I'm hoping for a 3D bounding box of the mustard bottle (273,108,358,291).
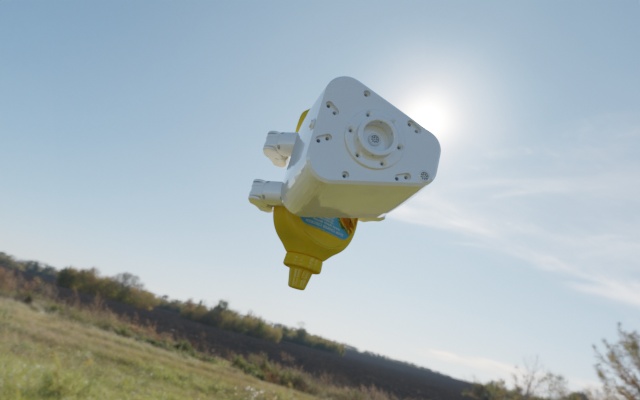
[{"bbox_3d":[0.000,0.001,0.515,0.096,0.191,0.058,26,-20,-32],"label":"mustard bottle"}]
